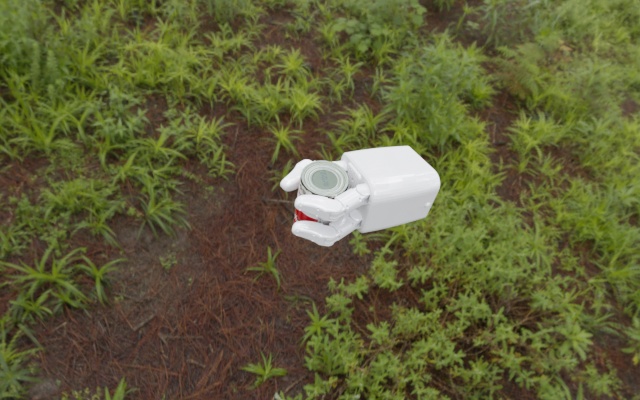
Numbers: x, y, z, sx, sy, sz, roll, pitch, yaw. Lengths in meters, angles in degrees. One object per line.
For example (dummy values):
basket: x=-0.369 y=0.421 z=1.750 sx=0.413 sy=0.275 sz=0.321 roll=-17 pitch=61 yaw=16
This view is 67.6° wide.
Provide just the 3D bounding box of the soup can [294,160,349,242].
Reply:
soup can: x=0.000 y=0.002 z=0.671 sx=0.068 sy=0.068 sz=0.102 roll=0 pitch=-40 yaw=-9
